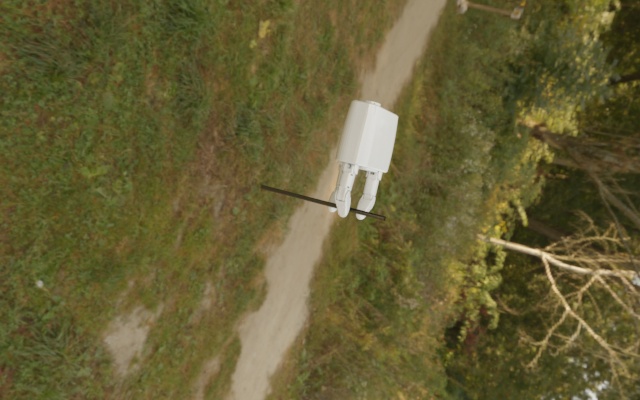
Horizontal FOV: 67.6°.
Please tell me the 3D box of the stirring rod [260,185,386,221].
[{"bbox_3d":[0.000,0.003,0.858,0.239,0.011,0.011,14,4,18],"label":"stirring rod"}]
